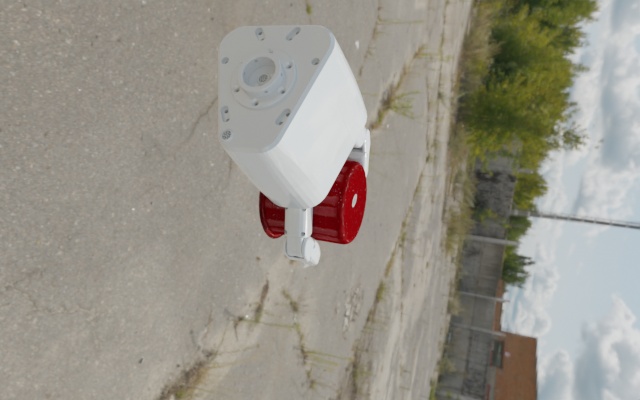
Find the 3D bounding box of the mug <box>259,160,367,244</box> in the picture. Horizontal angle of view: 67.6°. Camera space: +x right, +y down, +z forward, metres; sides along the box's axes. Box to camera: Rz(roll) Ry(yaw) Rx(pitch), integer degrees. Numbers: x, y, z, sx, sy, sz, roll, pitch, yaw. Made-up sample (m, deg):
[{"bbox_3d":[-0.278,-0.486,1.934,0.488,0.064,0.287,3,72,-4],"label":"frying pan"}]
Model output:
[{"bbox_3d":[0.001,0.002,0.483,0.081,0.093,0.117,8,-15,20],"label":"mug"}]
